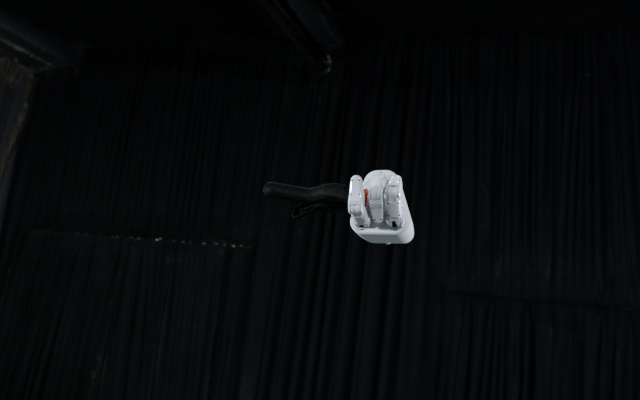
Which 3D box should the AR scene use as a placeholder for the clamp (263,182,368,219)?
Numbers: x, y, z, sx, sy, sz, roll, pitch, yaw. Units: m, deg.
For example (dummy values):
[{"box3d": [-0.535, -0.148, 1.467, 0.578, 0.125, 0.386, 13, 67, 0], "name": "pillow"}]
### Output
[{"box3d": [0.000, 0.002, 0.809, 0.171, 0.039, 0.120, 4, -17, 18], "name": "clamp"}]
